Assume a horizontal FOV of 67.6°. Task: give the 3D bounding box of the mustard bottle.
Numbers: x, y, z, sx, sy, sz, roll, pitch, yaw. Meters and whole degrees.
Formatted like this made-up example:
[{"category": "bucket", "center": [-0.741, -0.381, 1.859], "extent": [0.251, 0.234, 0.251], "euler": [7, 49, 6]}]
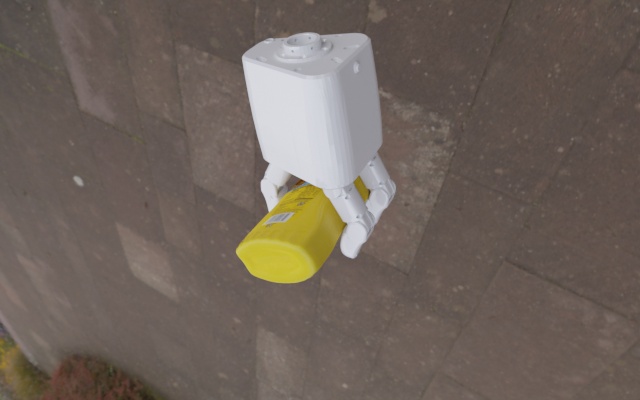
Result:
[{"category": "mustard bottle", "center": [0.000, 0.002, 0.505], "extent": [0.096, 0.058, 0.191], "euler": [-11, 30, 42]}]
